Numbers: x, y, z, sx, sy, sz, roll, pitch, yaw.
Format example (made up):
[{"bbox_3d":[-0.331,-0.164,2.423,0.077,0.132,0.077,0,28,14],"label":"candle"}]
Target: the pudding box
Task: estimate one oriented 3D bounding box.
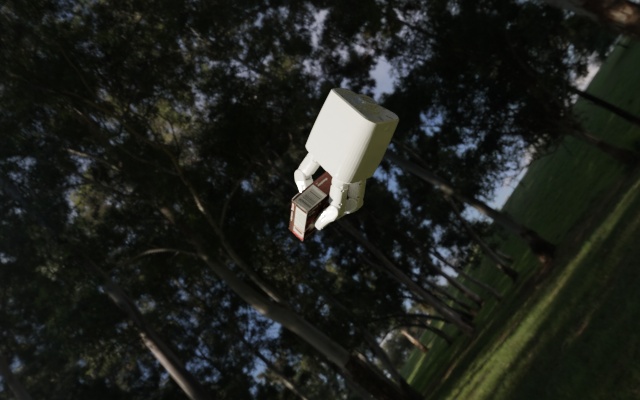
[{"bbox_3d":[0.000,0.002,0.789,0.113,0.039,0.090,-38,-23,-28],"label":"pudding box"}]
